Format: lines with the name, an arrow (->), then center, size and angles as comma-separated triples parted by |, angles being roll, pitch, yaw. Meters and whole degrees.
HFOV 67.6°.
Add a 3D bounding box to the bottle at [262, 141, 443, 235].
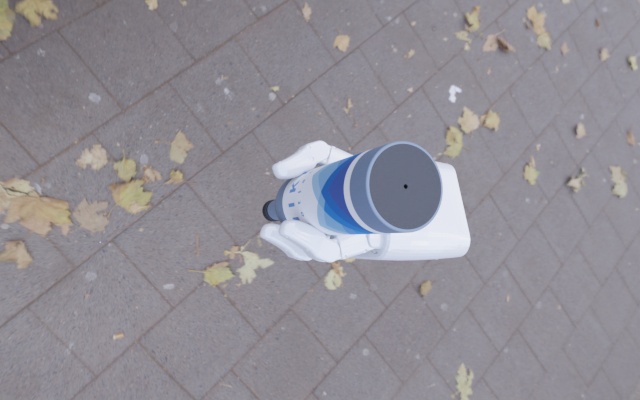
bottle -> 0.000, 0.002, 0.474 | 0.069, 0.069, 0.296 | 0, -5, -25
